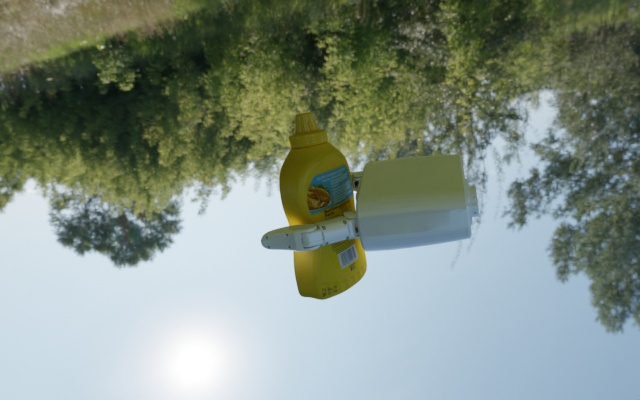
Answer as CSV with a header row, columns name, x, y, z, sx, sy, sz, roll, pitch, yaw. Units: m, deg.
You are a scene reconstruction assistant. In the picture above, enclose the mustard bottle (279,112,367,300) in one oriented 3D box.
name,x,y,z,sx,sy,sz,roll,pitch,yaw
mustard bottle,0.000,0.002,0.515,0.058,0.192,0.096,0,16,40
